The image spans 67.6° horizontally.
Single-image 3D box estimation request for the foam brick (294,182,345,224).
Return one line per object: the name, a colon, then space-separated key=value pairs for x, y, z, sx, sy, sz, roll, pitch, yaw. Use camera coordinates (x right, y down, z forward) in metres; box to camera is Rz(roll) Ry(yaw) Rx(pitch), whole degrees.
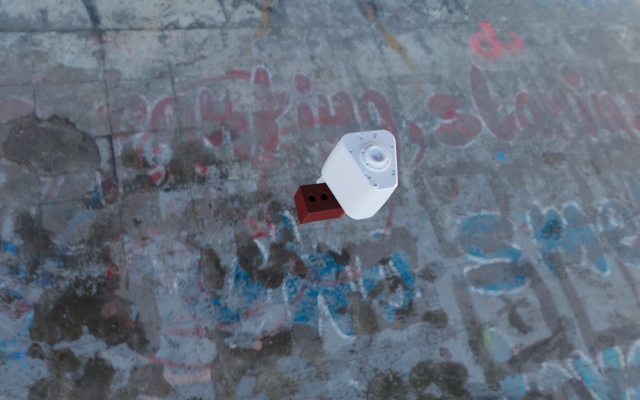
foam brick: x=0.000 y=0.003 z=0.820 sx=0.078 sy=0.053 sz=0.051 roll=-9 pitch=-21 yaw=-20
